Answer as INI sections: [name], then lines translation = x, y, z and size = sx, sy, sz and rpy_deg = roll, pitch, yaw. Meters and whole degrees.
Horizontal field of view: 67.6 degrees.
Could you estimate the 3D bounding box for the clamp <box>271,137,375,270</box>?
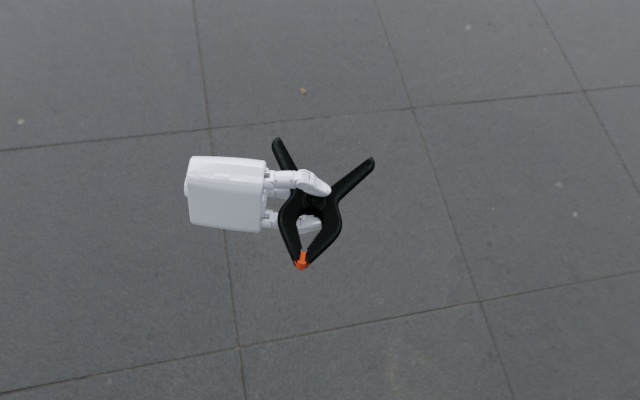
[clamp]
translation = 0.000, 0.002, 0.711
size = 0.164, 0.209, 0.036
rpy_deg = 5, -28, -3
